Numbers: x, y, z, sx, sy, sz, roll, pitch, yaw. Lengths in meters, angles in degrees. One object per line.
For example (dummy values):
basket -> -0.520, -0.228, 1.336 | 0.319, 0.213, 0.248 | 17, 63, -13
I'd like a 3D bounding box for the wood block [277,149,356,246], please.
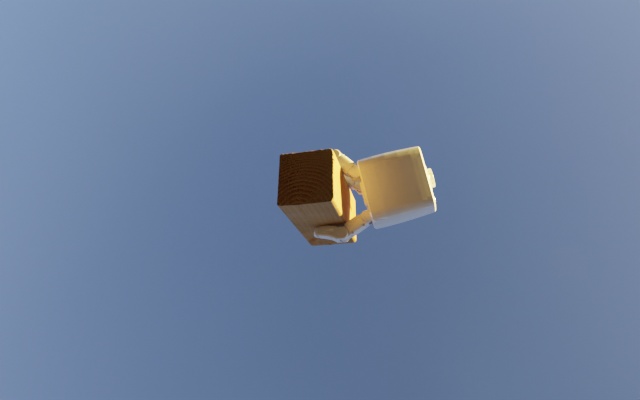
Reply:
wood block -> 0.001, 0.003, 0.819 | 0.090, 0.090, 0.206 | -5, -24, 12
